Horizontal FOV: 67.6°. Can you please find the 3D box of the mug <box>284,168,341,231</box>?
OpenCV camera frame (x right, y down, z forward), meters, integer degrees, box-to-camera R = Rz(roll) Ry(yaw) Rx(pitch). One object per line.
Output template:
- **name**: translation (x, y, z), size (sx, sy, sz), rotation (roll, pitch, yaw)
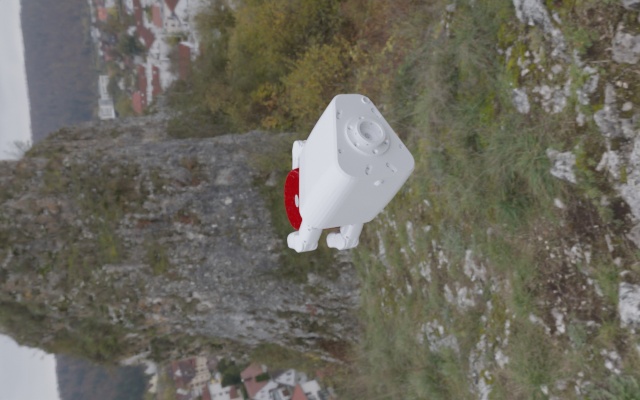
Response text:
- **mug**: translation (-0.001, 0.003, 0.626), size (0.081, 0.093, 0.117), rotation (-6, -27, -25)
